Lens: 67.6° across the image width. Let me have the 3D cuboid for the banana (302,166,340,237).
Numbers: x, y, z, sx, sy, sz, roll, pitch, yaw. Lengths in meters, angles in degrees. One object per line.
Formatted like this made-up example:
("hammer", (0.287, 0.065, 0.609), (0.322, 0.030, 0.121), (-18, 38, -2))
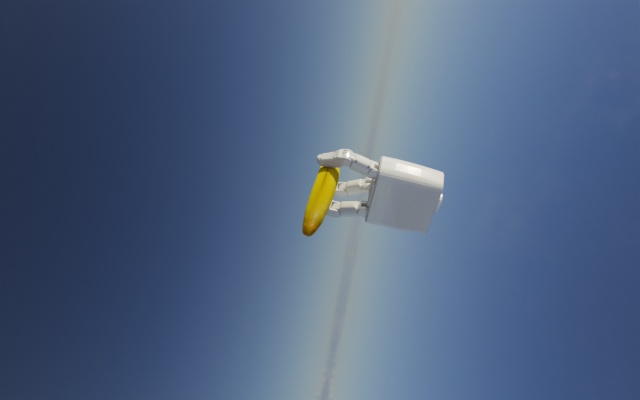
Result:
("banana", (0.005, -0.015, 0.771), (0.037, 0.070, 0.197), (16, 27, 1))
